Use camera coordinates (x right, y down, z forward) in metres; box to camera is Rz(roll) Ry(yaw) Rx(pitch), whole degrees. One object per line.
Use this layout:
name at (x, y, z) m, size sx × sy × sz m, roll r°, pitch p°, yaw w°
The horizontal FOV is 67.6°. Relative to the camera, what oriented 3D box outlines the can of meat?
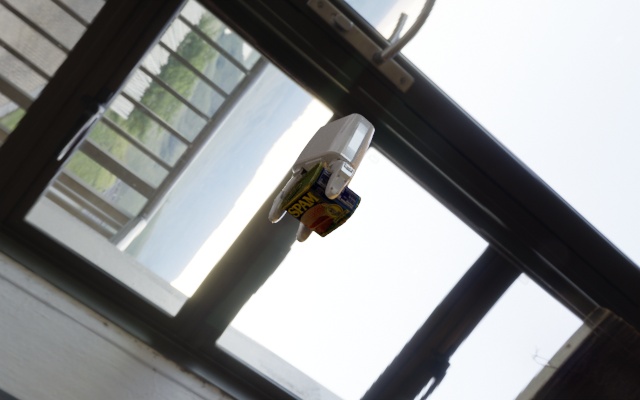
can of meat at (0.000, 0.003, 0.724) m, size 0.084 × 0.057 × 0.102 m, roll 38°, pitch -41°, yaw -13°
